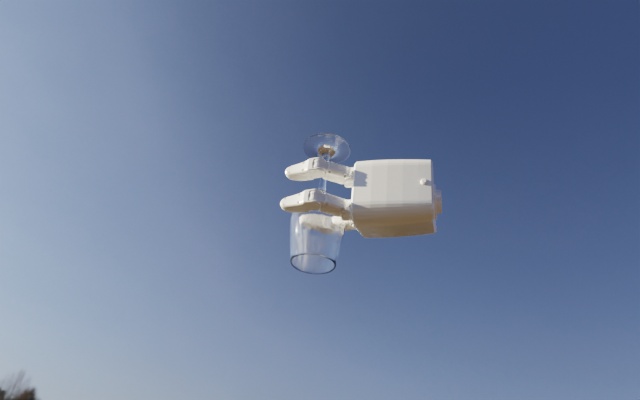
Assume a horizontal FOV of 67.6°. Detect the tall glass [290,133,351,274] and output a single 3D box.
[{"bbox_3d":[0.000,0.002,0.690,0.079,0.201,0.079,5,-33,3],"label":"tall glass"}]
